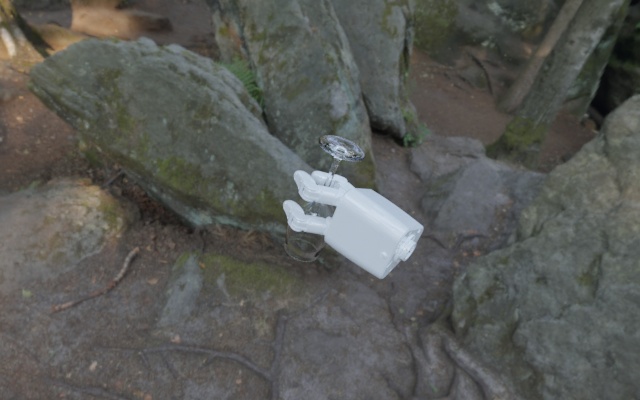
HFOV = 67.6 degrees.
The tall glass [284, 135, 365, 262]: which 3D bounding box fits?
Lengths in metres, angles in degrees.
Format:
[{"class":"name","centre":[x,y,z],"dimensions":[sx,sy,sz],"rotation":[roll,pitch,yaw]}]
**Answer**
[{"class":"tall glass","centre":[0.000,0.002,0.756],"dimensions":[0.079,0.201,0.079],"rotation":[17,30,-10]}]
